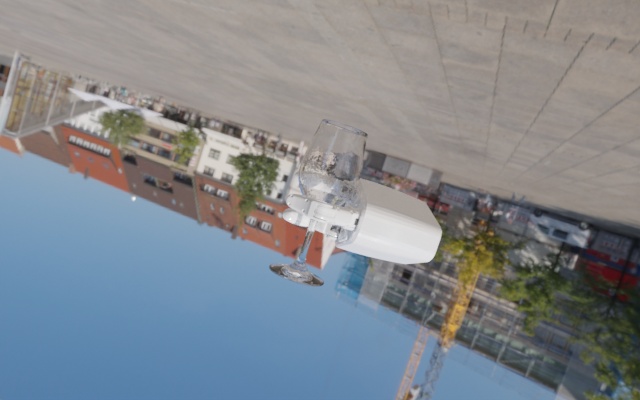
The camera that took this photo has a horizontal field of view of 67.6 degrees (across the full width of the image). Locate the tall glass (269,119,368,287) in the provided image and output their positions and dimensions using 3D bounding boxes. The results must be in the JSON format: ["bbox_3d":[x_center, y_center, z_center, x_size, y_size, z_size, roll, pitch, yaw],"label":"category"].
[{"bbox_3d":[0.000,0.003,0.608,0.079,0.201,0.079,18,4,-1],"label":"tall glass"}]
